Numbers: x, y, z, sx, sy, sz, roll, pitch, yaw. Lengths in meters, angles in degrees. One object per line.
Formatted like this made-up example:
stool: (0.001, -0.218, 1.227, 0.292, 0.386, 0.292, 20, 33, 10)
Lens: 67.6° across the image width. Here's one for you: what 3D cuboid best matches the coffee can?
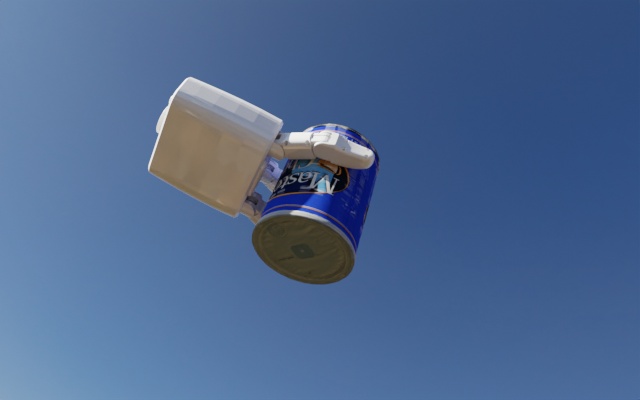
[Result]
coffee can: (0.000, 0.002, 0.503, 0.103, 0.103, 0.140, 0, 44, 21)
